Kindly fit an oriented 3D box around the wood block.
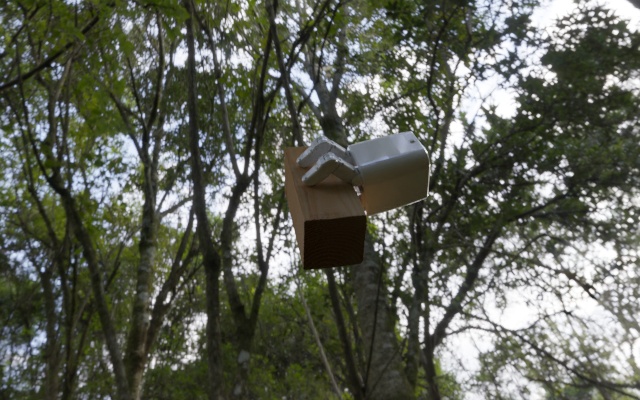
[{"bbox_3d":[0.000,0.003,0.744,0.090,0.091,0.206,-5,35,-9],"label":"wood block"}]
